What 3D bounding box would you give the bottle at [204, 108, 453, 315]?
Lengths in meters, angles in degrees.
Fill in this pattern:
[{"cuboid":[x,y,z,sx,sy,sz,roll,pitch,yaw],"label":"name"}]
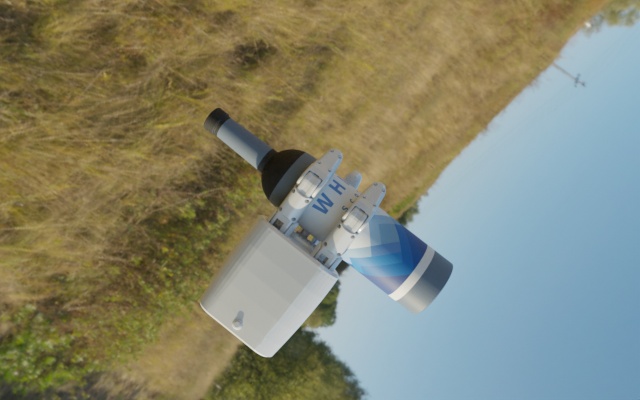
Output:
[{"cuboid":[0.000,0.002,0.502,0.295,0.069,0.069,38,2,3],"label":"bottle"}]
